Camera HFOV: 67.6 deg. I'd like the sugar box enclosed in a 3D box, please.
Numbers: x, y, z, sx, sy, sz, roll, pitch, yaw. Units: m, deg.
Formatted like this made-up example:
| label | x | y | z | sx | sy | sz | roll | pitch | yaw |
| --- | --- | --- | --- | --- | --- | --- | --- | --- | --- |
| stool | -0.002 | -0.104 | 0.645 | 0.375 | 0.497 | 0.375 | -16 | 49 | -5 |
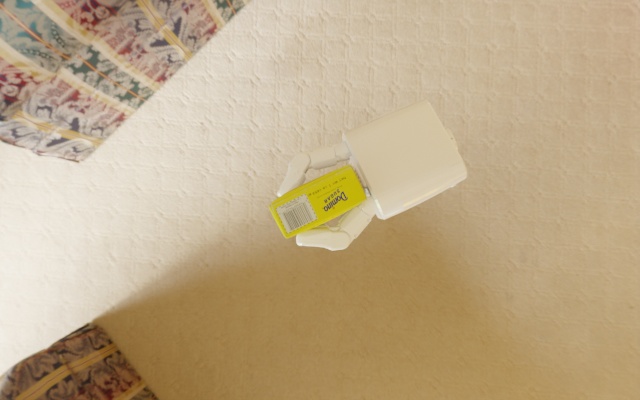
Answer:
| label | x | y | z | sx | sy | sz | roll | pitch | yaw |
| --- | --- | --- | --- | --- | --- | --- | --- | --- | --- |
| sugar box | 0.000 | 0.002 | 0.555 | 0.093 | 0.048 | 0.176 | -25 | -3 | 2 |
